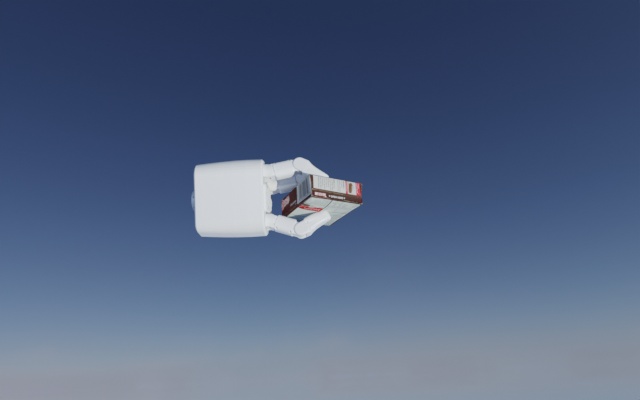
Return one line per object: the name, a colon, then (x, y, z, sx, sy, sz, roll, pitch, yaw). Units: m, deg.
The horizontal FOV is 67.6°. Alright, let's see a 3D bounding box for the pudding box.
pudding box: (0.000, 0.003, 0.747, 0.090, 0.039, 0.113, 8, -23, -26)
